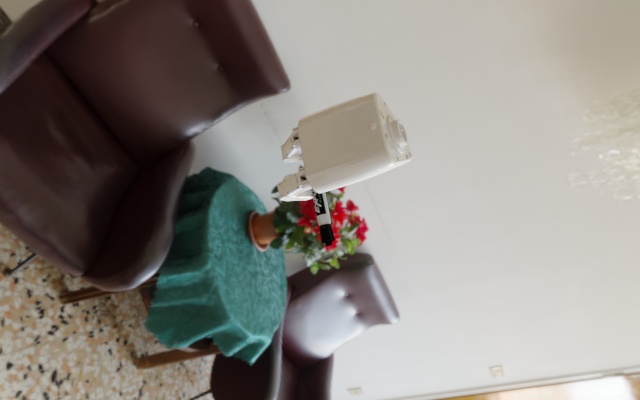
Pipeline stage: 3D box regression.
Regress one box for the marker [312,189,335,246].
[{"bbox_3d":[0.000,0.002,0.644,0.020,0.121,0.020,-11,-14,-3],"label":"marker"}]
